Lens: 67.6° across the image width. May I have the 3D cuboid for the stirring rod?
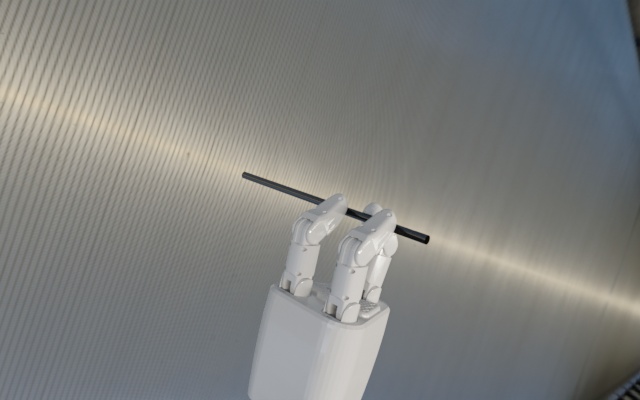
[{"bbox_3d":[0.000,0.002,0.464,0.239,0.011,0.011,19,13,40],"label":"stirring rod"}]
